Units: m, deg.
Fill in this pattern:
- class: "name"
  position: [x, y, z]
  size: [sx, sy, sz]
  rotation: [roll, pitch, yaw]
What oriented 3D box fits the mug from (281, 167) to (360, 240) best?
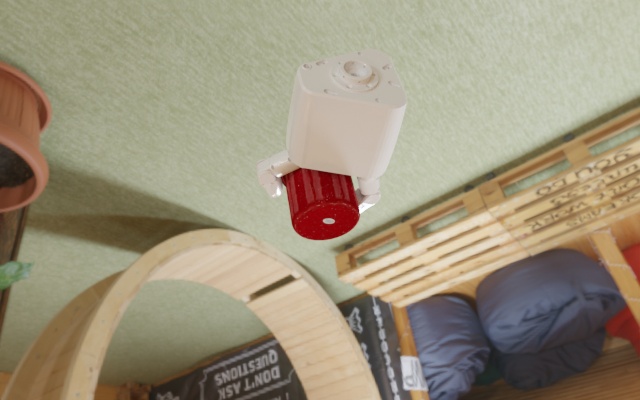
- class: "mug"
  position: [0.000, 0.003, 0.588]
  size: [0.093, 0.081, 0.117]
  rotation: [-4, -36, -10]
